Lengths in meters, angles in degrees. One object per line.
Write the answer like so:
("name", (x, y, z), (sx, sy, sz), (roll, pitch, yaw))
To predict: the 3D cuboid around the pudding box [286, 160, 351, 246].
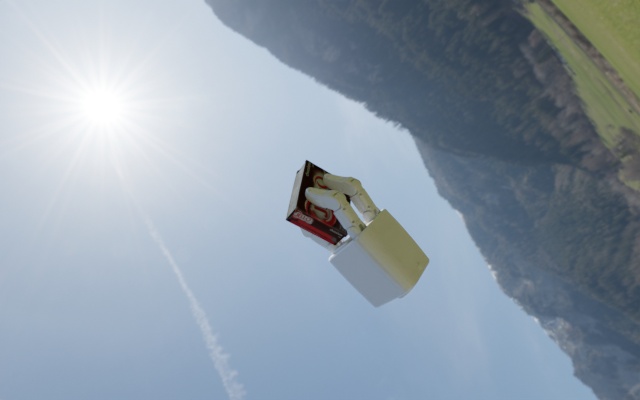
("pudding box", (0.000, 0.003, 0.732), (0.090, 0.113, 0.039), (29, -51, -19))
